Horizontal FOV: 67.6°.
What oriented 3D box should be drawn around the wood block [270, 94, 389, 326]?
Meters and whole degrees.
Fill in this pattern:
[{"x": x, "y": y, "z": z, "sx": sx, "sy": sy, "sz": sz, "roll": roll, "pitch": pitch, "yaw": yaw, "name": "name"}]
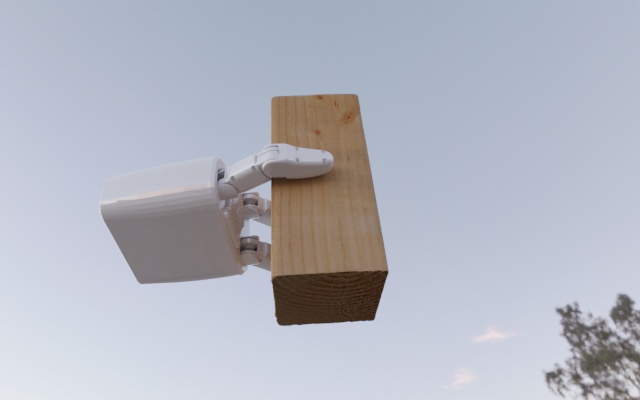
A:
[{"x": 0.000, "y": 0.001, "z": 0.451, "sx": 0.090, "sy": 0.206, "sz": 0.091, "roll": -2, "pitch": -38, "yaw": -3, "name": "wood block"}]
